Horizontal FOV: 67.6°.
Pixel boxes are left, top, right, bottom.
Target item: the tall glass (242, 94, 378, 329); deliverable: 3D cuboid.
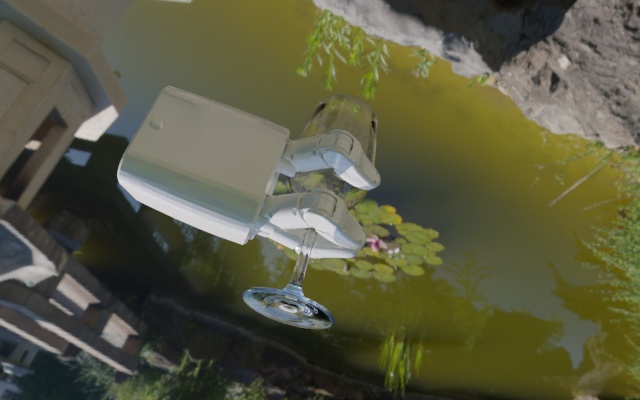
[{"bbox_3d":[0.000,0.002,0.413,0.079,0.201,0.079,13,-30,8],"label":"tall glass"}]
